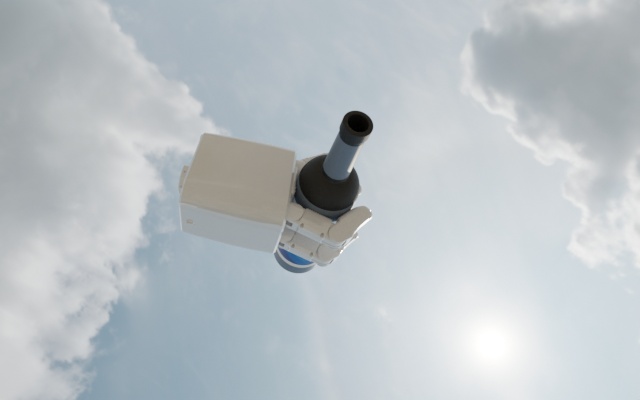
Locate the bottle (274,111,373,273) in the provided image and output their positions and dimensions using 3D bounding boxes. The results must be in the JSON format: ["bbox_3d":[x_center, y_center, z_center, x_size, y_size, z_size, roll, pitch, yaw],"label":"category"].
[{"bbox_3d":[0.000,0.002,0.531,0.069,0.069,0.296,0,-27,-14],"label":"bottle"}]
